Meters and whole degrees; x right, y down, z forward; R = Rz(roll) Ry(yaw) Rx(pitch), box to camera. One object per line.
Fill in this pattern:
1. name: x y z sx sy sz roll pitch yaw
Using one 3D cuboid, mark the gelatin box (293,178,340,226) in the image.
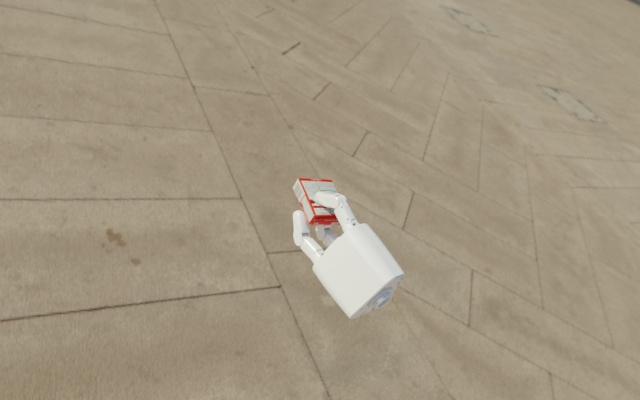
1. gelatin box: 0.000 0.002 0.835 0.073 0.089 0.030 1 -41 -34
